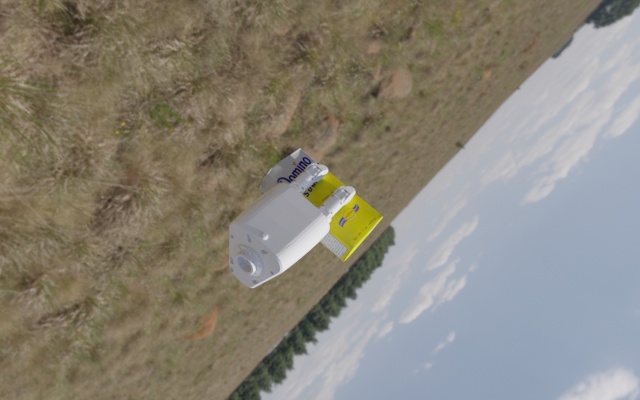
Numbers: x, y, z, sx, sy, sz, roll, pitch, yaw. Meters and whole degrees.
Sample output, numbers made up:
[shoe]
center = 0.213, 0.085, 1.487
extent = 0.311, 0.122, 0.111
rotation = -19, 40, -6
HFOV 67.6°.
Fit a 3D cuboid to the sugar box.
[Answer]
[sugar box]
center = 0.000, 0.002, 0.739
extent = 0.093, 0.176, 0.048
rotation = -42, -10, -41
